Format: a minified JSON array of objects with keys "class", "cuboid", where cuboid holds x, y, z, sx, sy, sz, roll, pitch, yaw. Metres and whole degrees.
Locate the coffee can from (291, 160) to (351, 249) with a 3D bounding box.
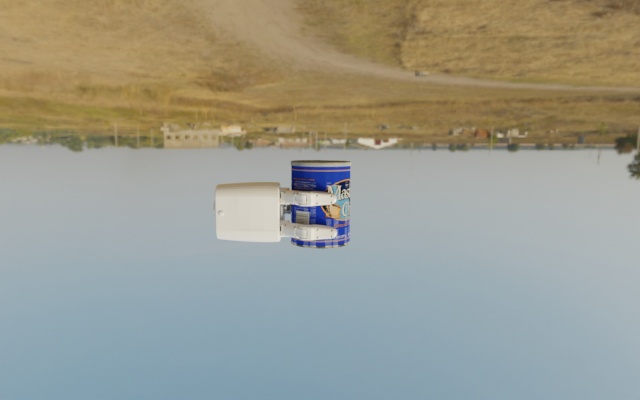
[{"class":"coffee can","cuboid":[0.000,0.003,0.816,0.103,0.140,0.103,0,7,0]}]
